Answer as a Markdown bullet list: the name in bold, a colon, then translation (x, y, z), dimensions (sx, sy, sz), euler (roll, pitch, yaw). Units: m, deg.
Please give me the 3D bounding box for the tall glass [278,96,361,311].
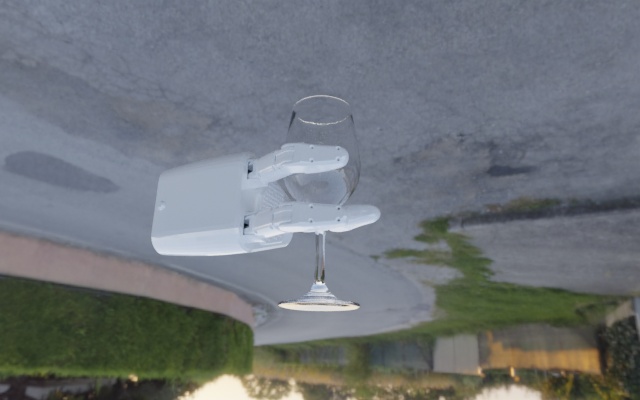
- **tall glass**: translation (0.000, 0.002, 0.463), dimensions (0.079, 0.201, 0.079), euler (1, -18, 0)
